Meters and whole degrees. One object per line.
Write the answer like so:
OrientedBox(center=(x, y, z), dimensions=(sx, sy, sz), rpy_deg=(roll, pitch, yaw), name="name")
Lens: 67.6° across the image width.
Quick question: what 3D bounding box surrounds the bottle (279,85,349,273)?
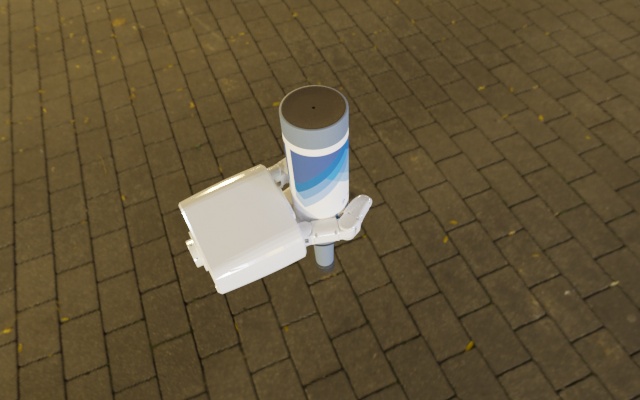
OrientedBox(center=(0.000, 0.002, 0.569), dimensions=(0.069, 0.069, 0.296), rpy_deg=(0, -38, 3), name="bottle")
